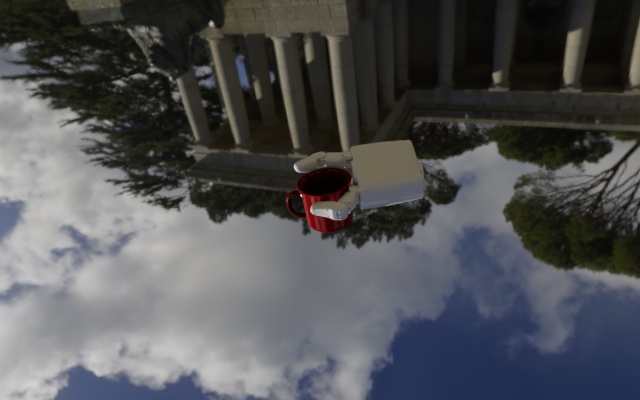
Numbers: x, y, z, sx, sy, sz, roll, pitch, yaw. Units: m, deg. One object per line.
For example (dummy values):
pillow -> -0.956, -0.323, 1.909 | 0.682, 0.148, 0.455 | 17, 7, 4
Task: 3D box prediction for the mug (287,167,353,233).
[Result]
mug -> -0.001, 0.003, 0.821 | 0.117, 0.081, 0.093 | -9, 32, 3
